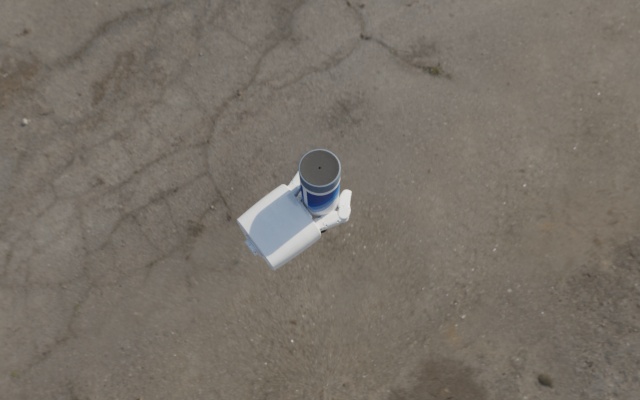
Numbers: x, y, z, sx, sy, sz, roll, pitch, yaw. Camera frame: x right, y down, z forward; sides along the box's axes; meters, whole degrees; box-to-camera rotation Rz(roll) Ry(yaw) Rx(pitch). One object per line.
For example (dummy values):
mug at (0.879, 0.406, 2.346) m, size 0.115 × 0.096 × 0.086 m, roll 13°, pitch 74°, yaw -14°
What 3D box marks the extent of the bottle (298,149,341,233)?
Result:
bottle at (0.000, 0.003, 0.881) m, size 0.069 × 0.069 × 0.296 m, roll 0°, pitch -21°, yaw 1°
